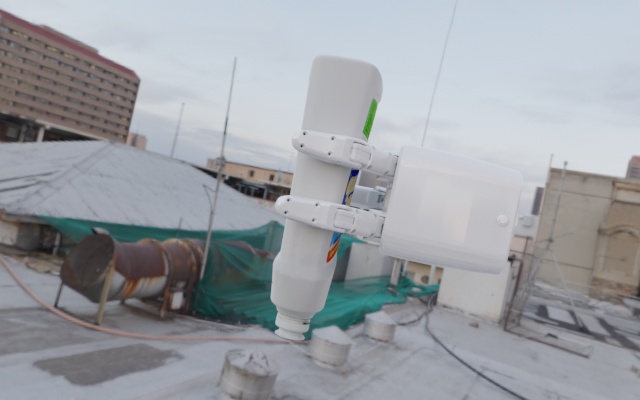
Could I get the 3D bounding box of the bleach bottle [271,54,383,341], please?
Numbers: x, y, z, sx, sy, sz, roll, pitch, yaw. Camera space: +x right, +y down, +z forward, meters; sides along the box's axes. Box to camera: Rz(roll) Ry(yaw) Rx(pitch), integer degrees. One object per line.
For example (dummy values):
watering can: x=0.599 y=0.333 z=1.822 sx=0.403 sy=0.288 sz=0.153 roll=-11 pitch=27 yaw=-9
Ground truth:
bleach bottle: x=0.000 y=0.001 z=0.448 sx=0.068 sy=0.251 sz=0.102 roll=12 pitch=-1 yaw=8
